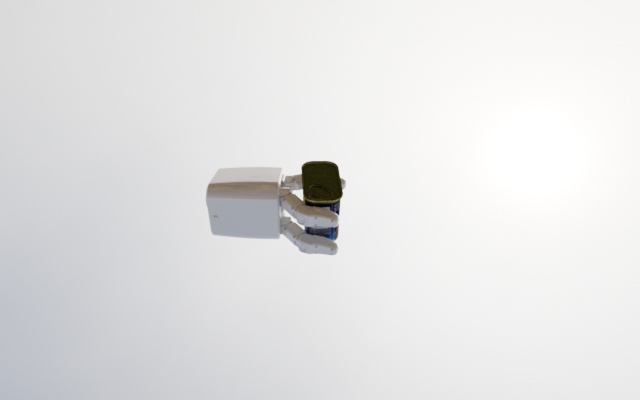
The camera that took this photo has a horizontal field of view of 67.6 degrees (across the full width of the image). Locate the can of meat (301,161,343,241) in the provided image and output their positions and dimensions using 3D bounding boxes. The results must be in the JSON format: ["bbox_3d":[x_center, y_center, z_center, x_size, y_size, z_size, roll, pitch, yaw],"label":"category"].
[{"bbox_3d":[0.000,0.003,0.721,0.057,0.084,0.102,-1,38,-4],"label":"can of meat"}]
